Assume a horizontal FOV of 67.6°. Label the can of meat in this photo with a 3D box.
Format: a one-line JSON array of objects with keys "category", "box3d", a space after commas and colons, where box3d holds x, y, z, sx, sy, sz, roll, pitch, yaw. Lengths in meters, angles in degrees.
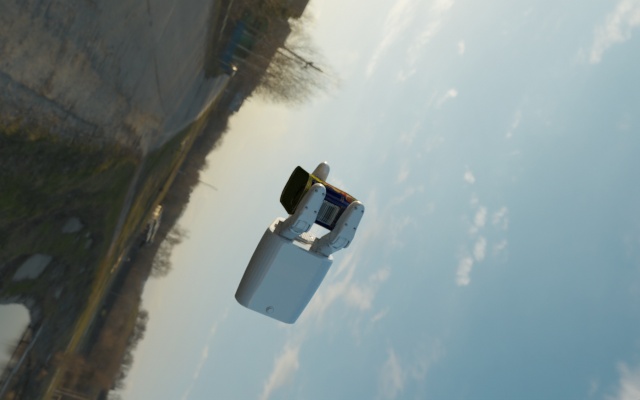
[{"category": "can of meat", "box3d": [0.000, 0.002, 0.631, 0.084, 0.057, 0.102, 27, 5, -17]}]
